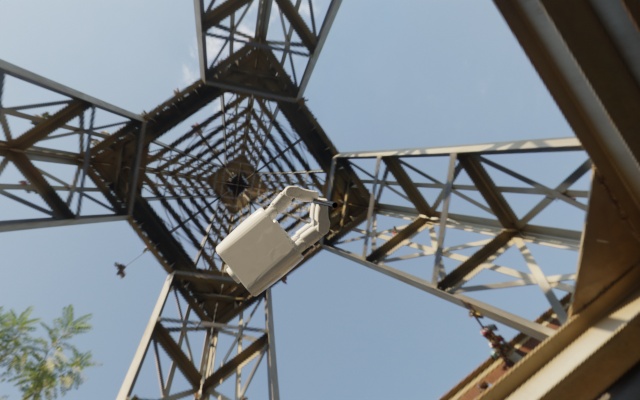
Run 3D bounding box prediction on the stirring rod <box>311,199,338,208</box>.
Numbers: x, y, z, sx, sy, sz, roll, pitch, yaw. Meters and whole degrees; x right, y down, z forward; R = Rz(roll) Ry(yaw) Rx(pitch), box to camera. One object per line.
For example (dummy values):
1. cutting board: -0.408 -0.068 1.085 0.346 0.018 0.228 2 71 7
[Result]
1. stirring rod: 0.000 0.003 0.774 0.011 0.011 0.239 0 2 -9
